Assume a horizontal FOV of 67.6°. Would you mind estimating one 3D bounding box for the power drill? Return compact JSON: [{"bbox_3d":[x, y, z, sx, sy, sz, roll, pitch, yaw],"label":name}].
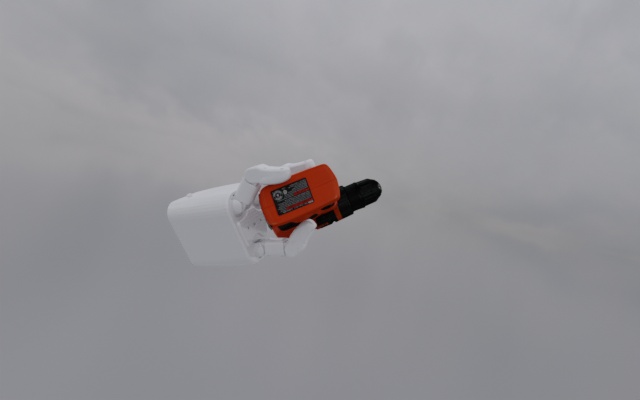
[{"bbox_3d":[0.000,0.002,0.692,0.184,0.057,0.188,-24,-13,4],"label":"power drill"}]
